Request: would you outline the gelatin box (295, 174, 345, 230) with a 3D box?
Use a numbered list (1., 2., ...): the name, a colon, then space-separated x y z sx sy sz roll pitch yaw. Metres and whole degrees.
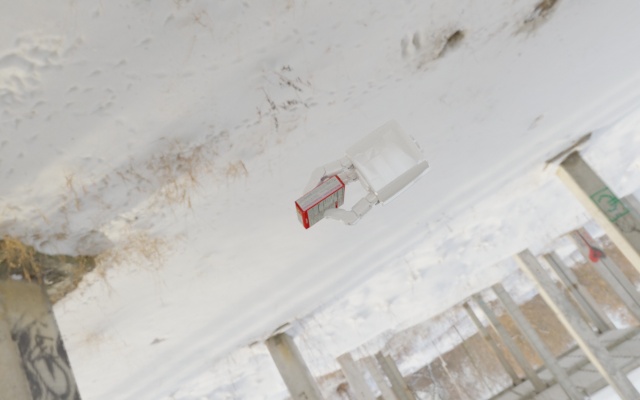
1. gelatin box: 0.000 0.003 0.825 0.089 0.030 0.073 -35 -22 -14
